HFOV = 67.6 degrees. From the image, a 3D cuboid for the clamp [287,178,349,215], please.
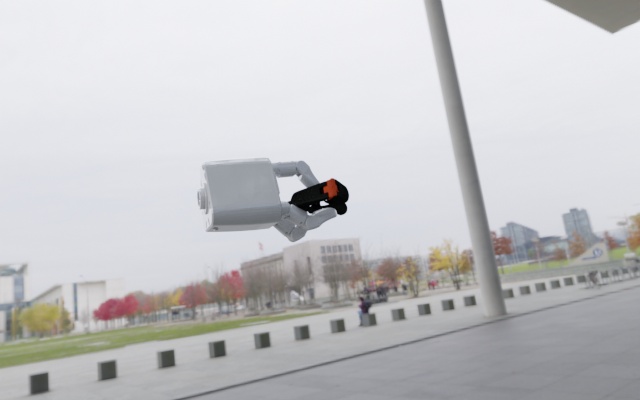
[{"bbox_3d":[0.000,0.002,0.799,0.164,0.036,0.210,-5,-11,-23],"label":"clamp"}]
